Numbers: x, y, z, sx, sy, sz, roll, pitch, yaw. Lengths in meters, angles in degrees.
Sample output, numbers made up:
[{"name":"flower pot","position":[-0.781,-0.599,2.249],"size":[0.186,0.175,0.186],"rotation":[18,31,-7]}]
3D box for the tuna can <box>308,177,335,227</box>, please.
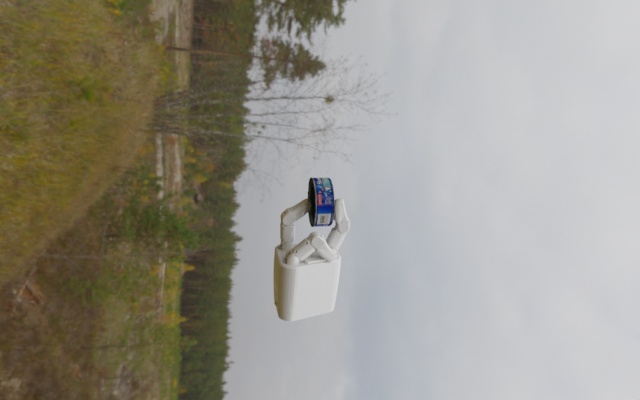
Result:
[{"name":"tuna can","position":[0.001,0.003,0.821],"size":[0.034,0.086,0.086],"rotation":[-1,0,-10]}]
